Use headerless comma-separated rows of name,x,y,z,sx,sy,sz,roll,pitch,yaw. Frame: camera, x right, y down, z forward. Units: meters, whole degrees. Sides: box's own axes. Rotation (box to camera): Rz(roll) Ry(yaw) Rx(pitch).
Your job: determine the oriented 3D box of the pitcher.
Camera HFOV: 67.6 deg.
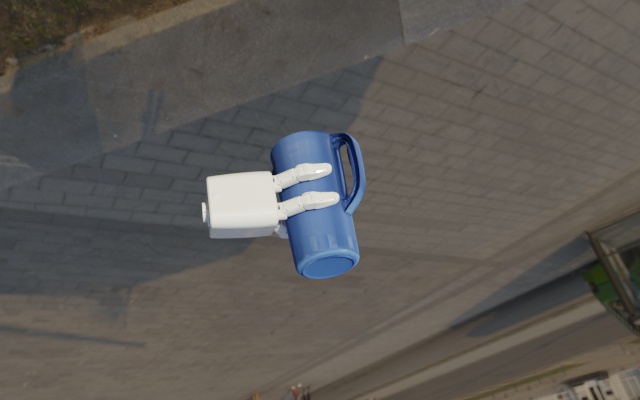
pitcher,0.000,0.003,0.834,0.145,0.242,0.149,-4,-30,-14
